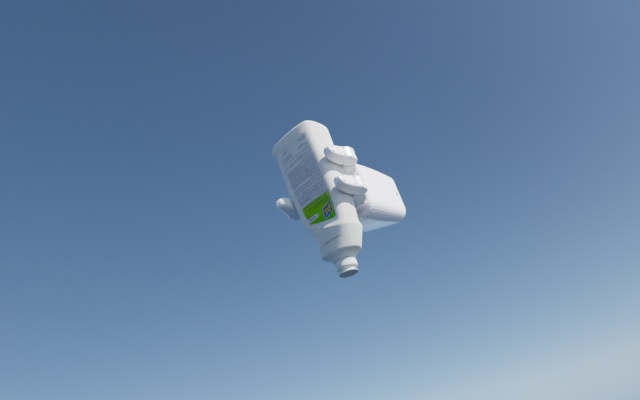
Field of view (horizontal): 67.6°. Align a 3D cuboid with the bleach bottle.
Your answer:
[{"bbox_3d":[0.000,0.002,0.735,0.068,0.250,0.102,13,-41,-44],"label":"bleach bottle"}]
